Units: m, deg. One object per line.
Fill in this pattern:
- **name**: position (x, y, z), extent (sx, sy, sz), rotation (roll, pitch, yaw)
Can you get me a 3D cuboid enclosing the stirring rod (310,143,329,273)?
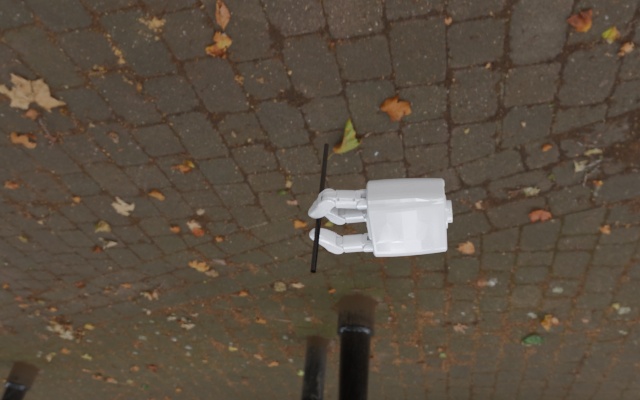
- **stirring rod**: position (0.000, 0.002, 0.729), extent (0.011, 0.239, 0.011), rotation (4, -37, 3)
